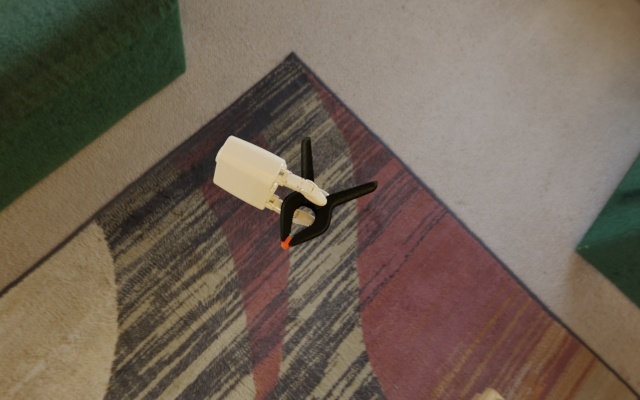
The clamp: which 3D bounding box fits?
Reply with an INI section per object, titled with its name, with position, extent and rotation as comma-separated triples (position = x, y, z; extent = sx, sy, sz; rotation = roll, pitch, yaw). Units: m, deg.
[clamp]
position = 0.000, 0.003, 0.868
extent = 0.164, 0.210, 0.036
rotation = 26, -19, 0
